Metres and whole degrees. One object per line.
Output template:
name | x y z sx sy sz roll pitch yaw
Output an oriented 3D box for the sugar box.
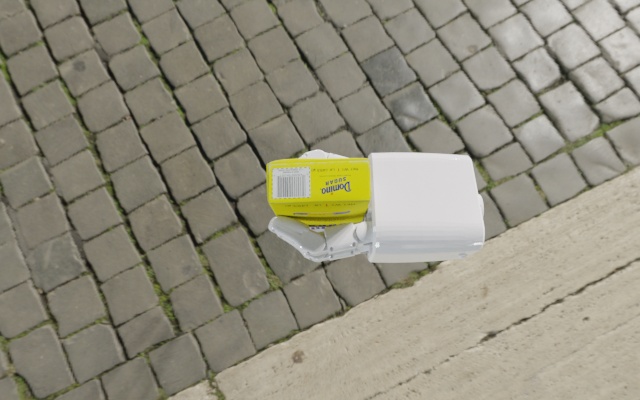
sugar box | 0.000 0.002 0.502 0.093 0.048 0.176 -1 -15 2
